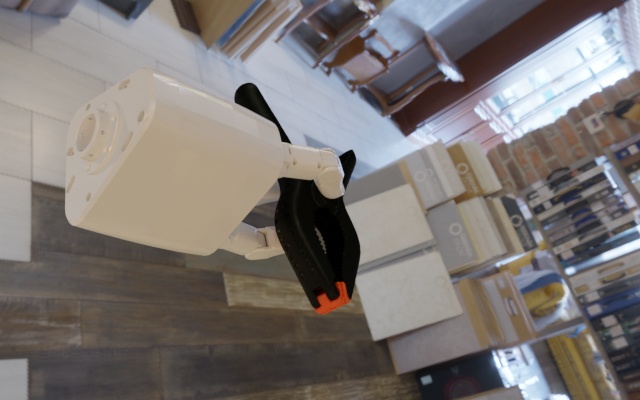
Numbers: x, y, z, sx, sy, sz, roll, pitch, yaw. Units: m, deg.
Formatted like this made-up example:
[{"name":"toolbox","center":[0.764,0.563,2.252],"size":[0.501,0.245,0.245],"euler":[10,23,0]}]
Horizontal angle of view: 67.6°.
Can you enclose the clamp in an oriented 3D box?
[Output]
[{"name":"clamp","center":[0.001,0.001,0.442],"size":[0.036,0.210,0.164],"euler":[-33,-32,30]}]
